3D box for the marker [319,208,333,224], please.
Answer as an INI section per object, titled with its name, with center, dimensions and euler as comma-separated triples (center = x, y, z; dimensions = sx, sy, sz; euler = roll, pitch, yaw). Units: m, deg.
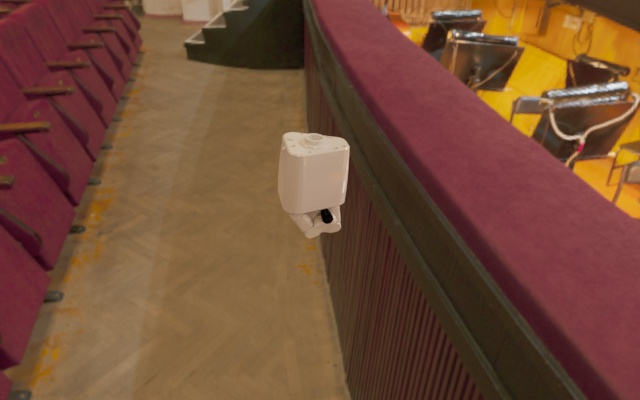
[marker]
center = 0.000, 0.003, 0.829
dimensions = 0.020, 0.020, 0.121
euler = 0, 31, -15
